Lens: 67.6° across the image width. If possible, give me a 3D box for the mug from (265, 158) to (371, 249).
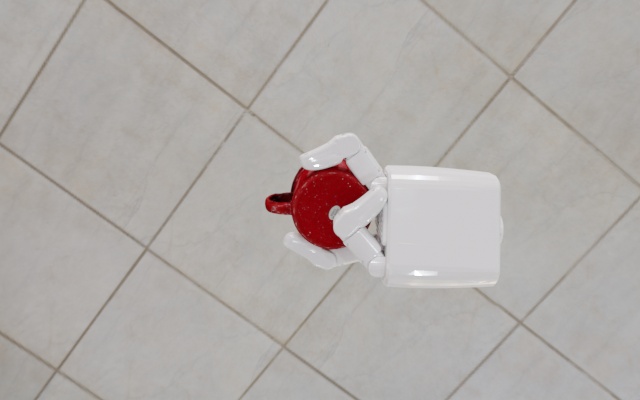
[{"bbox_3d":[-0.001,0.002,0.501,0.117,0.093,0.081,1,12,0],"label":"mug"}]
